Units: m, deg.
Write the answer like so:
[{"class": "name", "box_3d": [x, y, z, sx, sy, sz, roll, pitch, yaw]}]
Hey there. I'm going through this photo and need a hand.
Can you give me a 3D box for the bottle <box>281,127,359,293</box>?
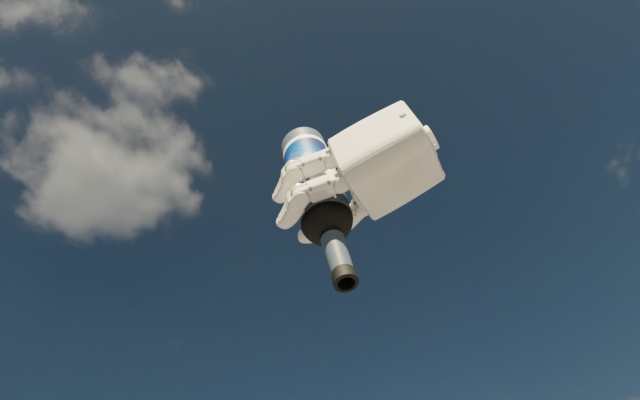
[{"class": "bottle", "box_3d": [0.000, 0.002, 0.611, 0.069, 0.069, 0.295, 0, 35, -13]}]
